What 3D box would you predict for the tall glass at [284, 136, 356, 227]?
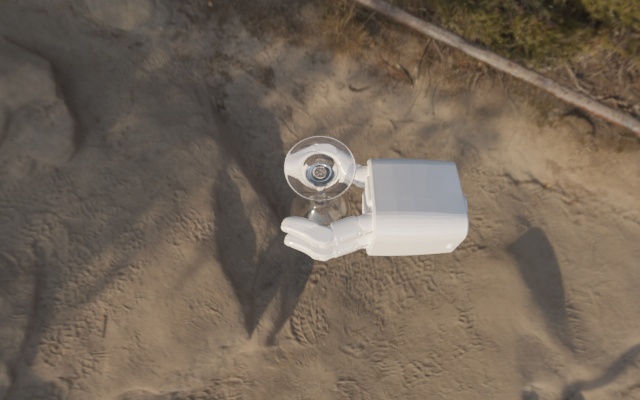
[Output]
[{"bbox_3d":[0.000,0.002,0.581,0.079,0.079,0.201,0,-21,0],"label":"tall glass"}]
